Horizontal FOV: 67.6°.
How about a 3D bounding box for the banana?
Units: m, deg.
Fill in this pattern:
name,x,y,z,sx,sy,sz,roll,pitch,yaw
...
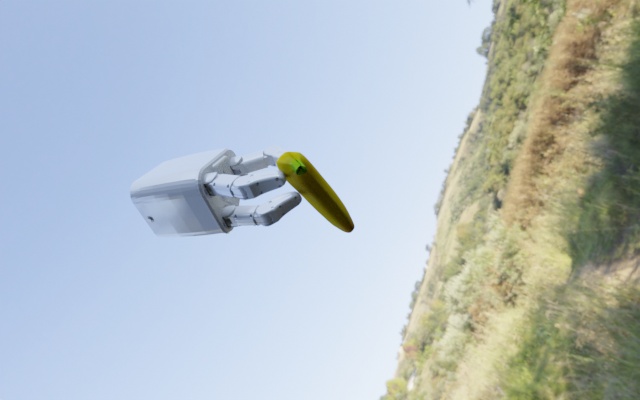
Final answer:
name,x,y,z,sx,sy,sz,roll,pitch,yaw
banana,-0.009,-0.013,0.603,0.037,0.069,0.198,-34,-31,7
